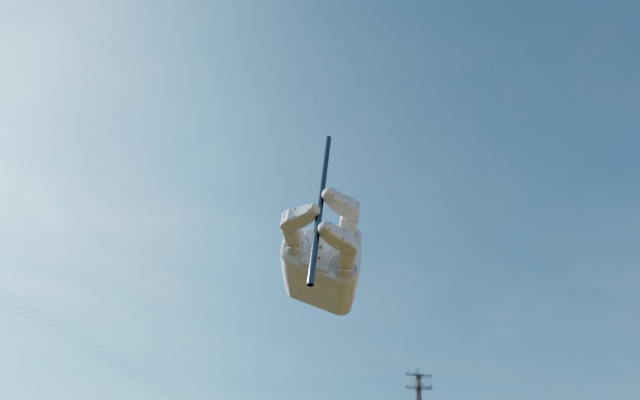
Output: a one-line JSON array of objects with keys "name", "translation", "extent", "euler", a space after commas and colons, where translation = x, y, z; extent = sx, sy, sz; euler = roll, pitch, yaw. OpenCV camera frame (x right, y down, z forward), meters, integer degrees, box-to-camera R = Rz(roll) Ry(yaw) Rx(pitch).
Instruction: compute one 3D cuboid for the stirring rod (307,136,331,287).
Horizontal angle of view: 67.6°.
[{"name": "stirring rod", "translation": [0.000, 0.002, 0.605], "extent": [0.011, 0.239, 0.011], "euler": [4, -40, 4]}]
